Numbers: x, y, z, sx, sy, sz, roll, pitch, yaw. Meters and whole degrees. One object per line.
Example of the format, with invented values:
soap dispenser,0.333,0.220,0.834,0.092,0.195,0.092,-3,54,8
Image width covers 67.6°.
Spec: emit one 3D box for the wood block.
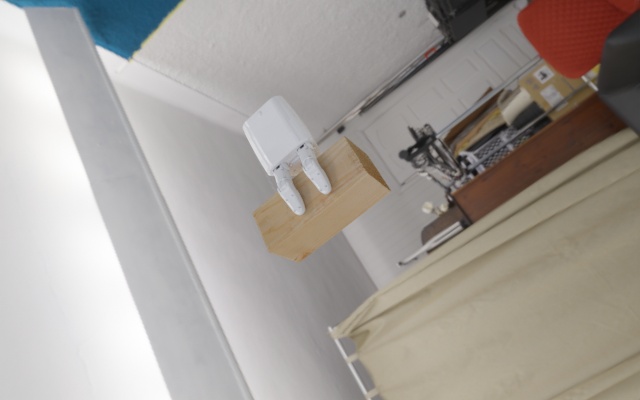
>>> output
wood block,0.000,0.002,0.798,0.206,0.090,0.091,-39,-34,16
